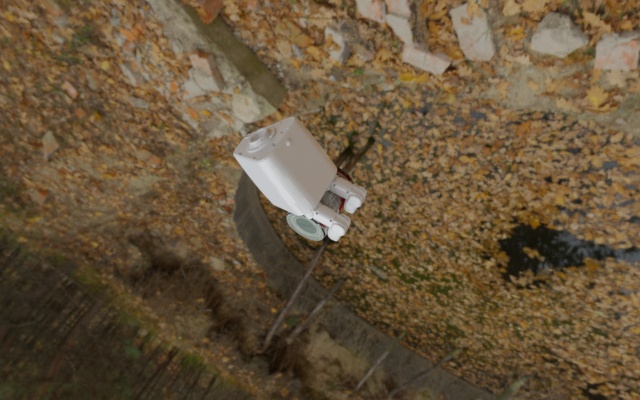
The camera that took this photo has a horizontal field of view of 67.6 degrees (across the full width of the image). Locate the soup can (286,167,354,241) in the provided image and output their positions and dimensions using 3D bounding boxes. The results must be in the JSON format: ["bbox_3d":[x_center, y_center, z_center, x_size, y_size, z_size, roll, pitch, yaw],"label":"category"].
[{"bbox_3d":[0.000,0.003,0.740,0.068,0.102,0.068,24,-30,14],"label":"soup can"}]
